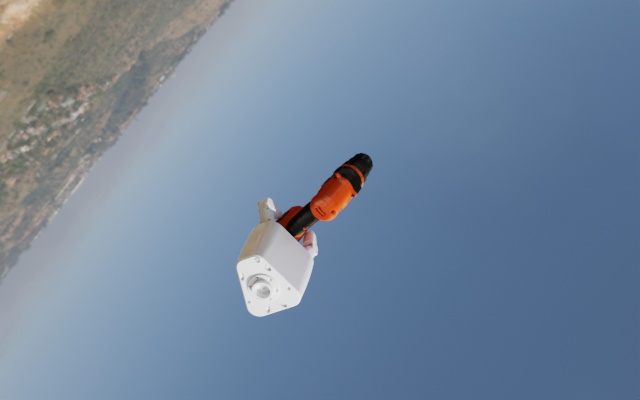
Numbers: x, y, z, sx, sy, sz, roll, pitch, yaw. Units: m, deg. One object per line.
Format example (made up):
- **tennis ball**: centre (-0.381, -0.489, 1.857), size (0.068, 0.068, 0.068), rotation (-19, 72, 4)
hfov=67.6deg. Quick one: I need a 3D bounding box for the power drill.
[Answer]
- **power drill**: centre (0.000, 0.003, 0.828), size (0.188, 0.057, 0.184), rotation (-41, 3, 41)
